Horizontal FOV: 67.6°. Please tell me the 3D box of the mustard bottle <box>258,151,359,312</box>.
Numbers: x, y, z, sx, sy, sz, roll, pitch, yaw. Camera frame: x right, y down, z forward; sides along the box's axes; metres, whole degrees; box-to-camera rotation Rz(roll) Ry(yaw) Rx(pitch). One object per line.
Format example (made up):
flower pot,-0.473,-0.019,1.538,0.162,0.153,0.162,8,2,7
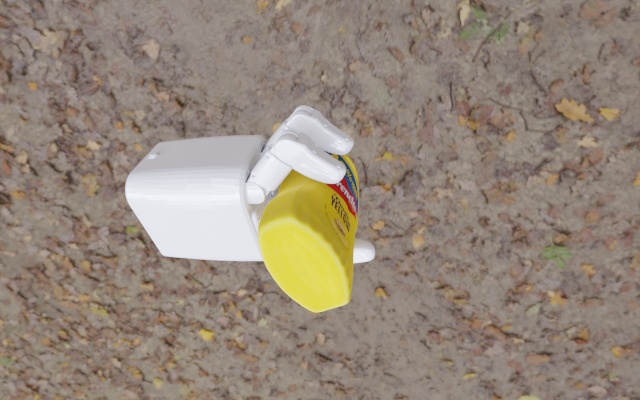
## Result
mustard bottle,0.000,0.001,0.434,0.058,0.096,0.191,-22,27,21
